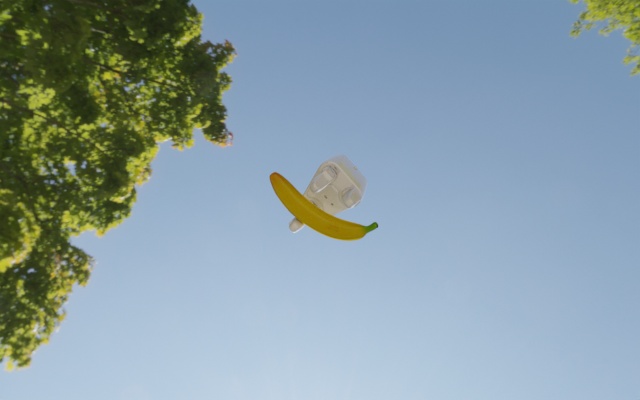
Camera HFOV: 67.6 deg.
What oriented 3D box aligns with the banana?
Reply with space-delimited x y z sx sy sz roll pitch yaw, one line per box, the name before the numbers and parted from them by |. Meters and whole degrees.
banana | -0.003 0.020 0.797 0.198 0.070 0.037 26 27 7
